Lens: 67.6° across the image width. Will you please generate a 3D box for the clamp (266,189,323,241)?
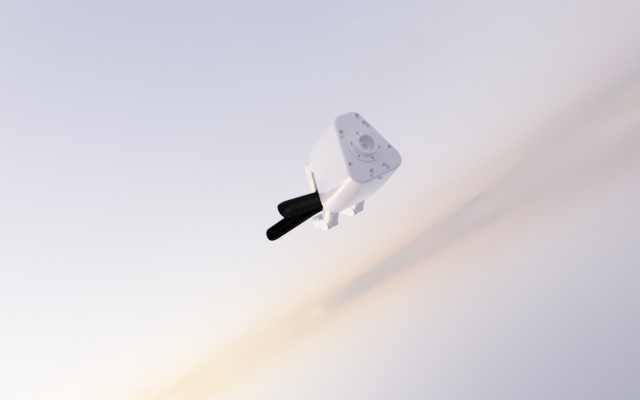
[{"bbox_3d":[0.000,0.002,0.806,0.210,0.036,0.165,-26,-10,-27],"label":"clamp"}]
